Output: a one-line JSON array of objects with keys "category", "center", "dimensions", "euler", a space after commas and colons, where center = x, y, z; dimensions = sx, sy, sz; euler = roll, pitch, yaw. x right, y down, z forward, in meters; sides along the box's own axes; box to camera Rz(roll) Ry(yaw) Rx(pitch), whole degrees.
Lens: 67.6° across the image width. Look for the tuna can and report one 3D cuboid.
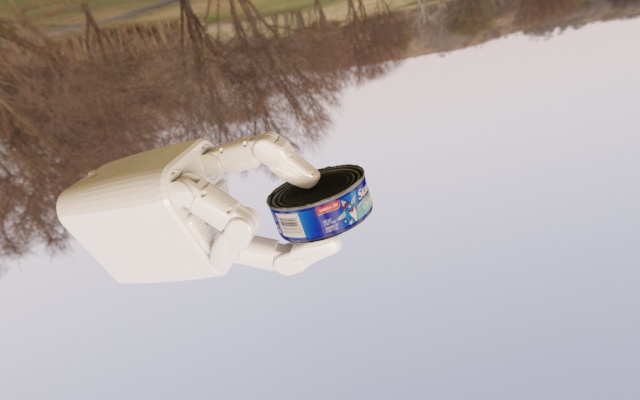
[{"category": "tuna can", "center": [0.000, 0.002, 0.404], "dimensions": [0.086, 0.034, 0.086], "euler": [-16, 20, 6]}]
